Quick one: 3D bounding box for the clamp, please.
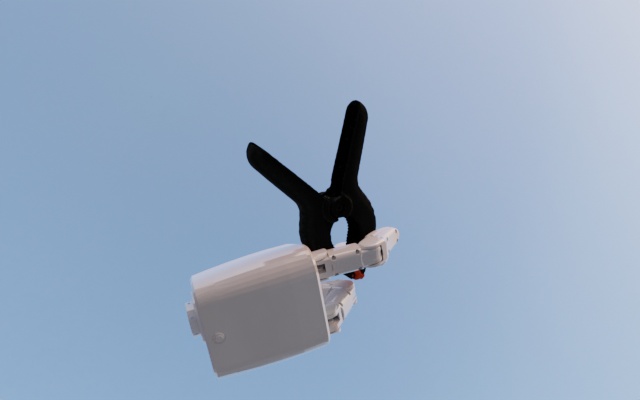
[{"bbox_3d":[0.000,0.001,0.447,0.120,0.171,0.039,-15,16,-17],"label":"clamp"}]
